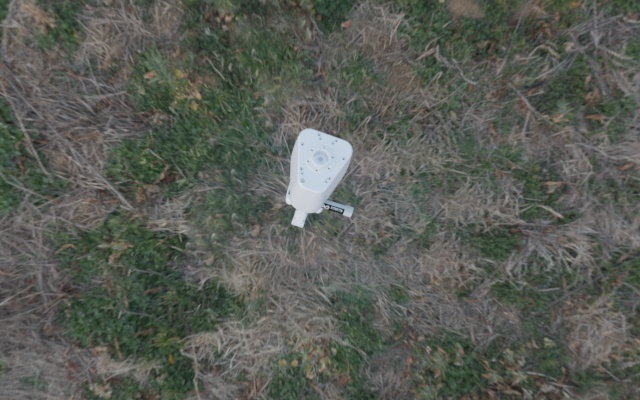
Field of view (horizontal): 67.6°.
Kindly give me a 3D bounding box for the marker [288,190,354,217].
[{"bbox_3d":[0.000,0.003,0.866,0.121,0.020,0.020,18,-1,-2],"label":"marker"}]
